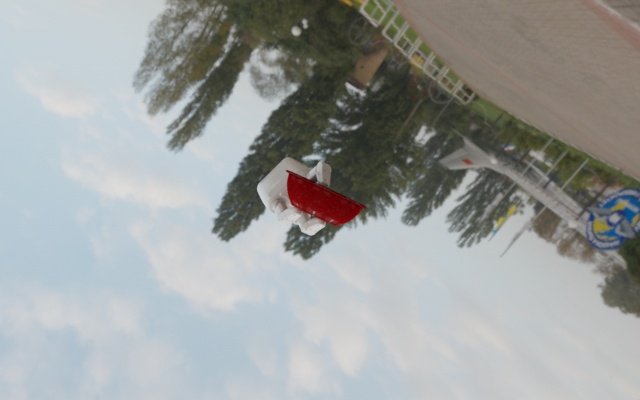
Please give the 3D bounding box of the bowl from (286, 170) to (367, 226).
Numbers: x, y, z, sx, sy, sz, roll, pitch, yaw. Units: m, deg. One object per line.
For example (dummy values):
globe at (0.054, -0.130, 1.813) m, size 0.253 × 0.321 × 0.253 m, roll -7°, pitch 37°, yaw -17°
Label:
bowl at (0.000, 0.003, 0.859) m, size 0.162 × 0.055 × 0.162 m, roll 25°, pitch 0°, yaw 0°
